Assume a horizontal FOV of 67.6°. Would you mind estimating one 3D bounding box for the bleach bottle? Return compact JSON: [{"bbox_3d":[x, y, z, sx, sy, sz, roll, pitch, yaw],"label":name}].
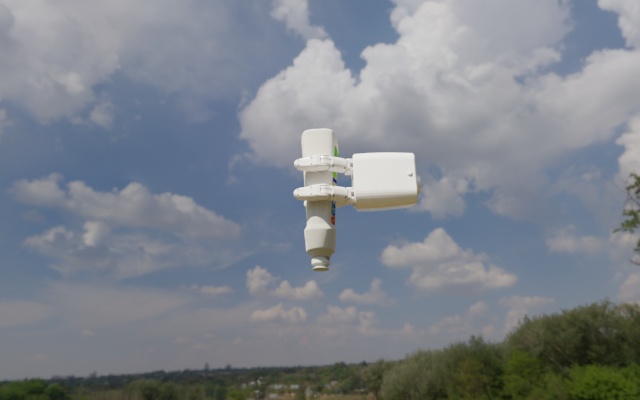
[{"bbox_3d":[0.000,0.003,0.855,0.068,0.250,0.103,-3,-22,5],"label":"bleach bottle"}]
